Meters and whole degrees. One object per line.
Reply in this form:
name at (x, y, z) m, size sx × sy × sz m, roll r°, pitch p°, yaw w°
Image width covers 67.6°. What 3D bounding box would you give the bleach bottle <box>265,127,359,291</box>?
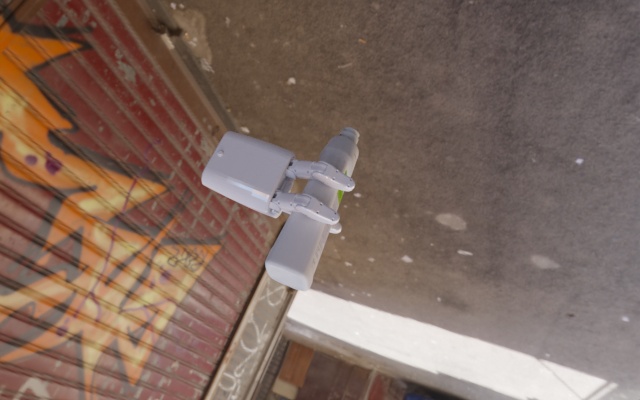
bleach bottle at (0.000, 0.002, 0.711) m, size 0.068 × 0.250 × 0.103 m, roll 21°, pitch -23°, yaw 8°
